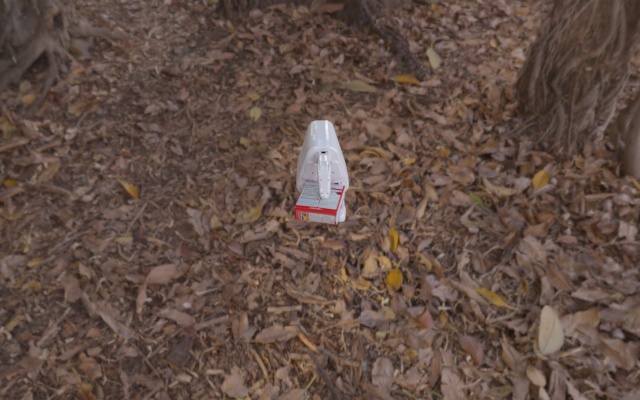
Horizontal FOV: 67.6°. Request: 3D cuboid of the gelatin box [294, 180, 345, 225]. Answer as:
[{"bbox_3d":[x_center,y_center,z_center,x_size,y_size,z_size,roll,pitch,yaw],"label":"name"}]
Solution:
[{"bbox_3d":[0.000,0.003,0.826,0.073,0.030,0.089,7,35,9],"label":"gelatin box"}]
